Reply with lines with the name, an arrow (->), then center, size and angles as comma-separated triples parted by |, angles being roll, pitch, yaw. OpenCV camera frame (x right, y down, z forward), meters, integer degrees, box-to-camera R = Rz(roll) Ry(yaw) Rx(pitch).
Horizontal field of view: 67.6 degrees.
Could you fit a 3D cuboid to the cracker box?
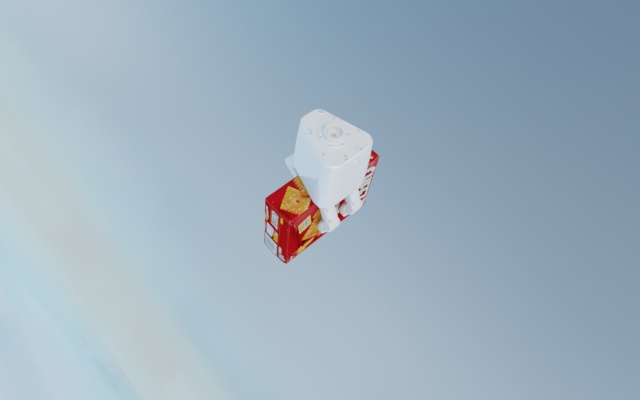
cracker box -> 0.000, 0.003, 0.865 | 0.213, 0.072, 0.164 | -36, -22, -25
